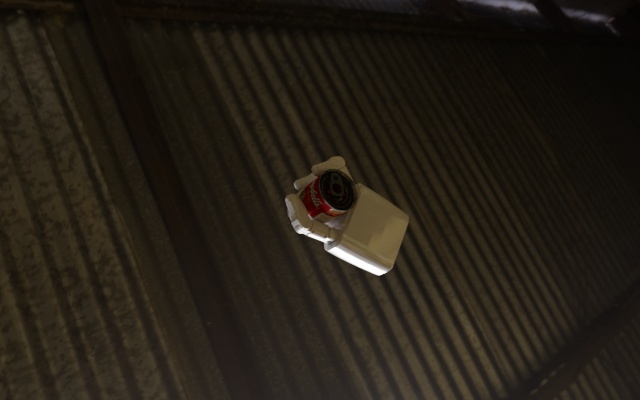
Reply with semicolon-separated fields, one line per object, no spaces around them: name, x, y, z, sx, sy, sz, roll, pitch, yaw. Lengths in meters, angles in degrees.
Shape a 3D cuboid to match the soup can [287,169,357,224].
soup can;0.000;0.002;0.741;0.068;0.068;0.102;0;-22;-35
